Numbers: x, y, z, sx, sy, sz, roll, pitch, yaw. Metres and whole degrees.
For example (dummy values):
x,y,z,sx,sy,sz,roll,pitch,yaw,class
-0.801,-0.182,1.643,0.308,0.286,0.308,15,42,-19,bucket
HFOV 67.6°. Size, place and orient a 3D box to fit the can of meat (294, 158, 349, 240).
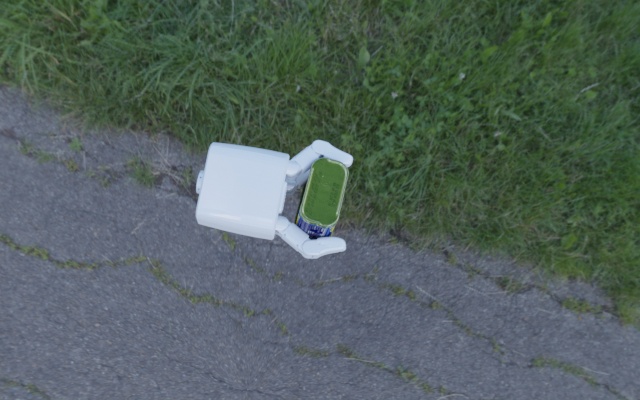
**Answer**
x,y,z,sx,sy,sz,roll,pitch,yaw,class
0.000,0.002,0.656,0.057,0.102,0.084,14,-23,-2,can of meat
